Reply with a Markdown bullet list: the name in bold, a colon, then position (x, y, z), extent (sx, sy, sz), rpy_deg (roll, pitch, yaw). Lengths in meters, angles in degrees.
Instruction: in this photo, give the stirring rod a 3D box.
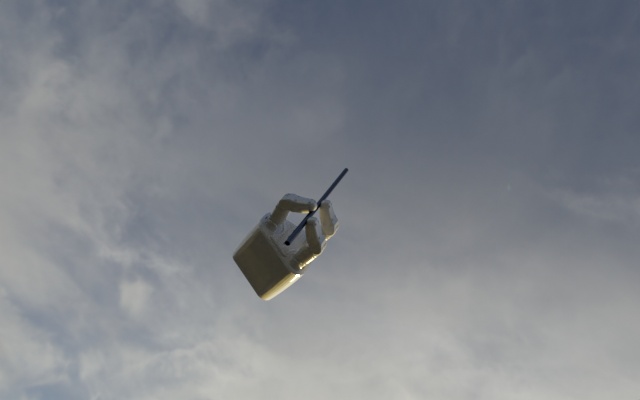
- **stirring rod**: position (0.000, 0.003, 0.754), extent (0.011, 0.011, 0.239), rpy_deg (0, 28, 26)
